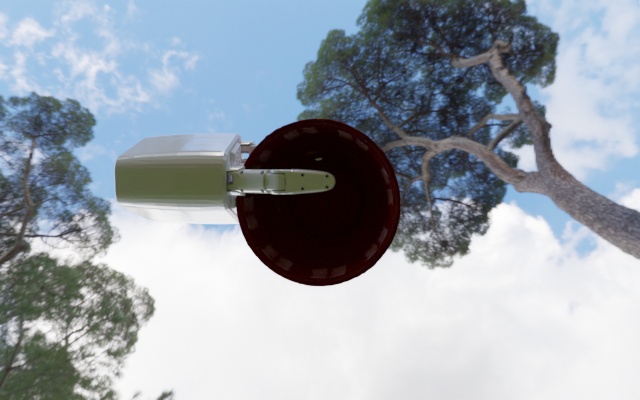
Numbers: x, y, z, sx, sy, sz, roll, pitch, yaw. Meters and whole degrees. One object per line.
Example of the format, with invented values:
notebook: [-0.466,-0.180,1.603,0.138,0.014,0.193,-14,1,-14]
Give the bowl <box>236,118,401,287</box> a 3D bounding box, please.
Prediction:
bowl: [0.001,0.001,0.481,0.162,0.162,0.055,0,4,11]
